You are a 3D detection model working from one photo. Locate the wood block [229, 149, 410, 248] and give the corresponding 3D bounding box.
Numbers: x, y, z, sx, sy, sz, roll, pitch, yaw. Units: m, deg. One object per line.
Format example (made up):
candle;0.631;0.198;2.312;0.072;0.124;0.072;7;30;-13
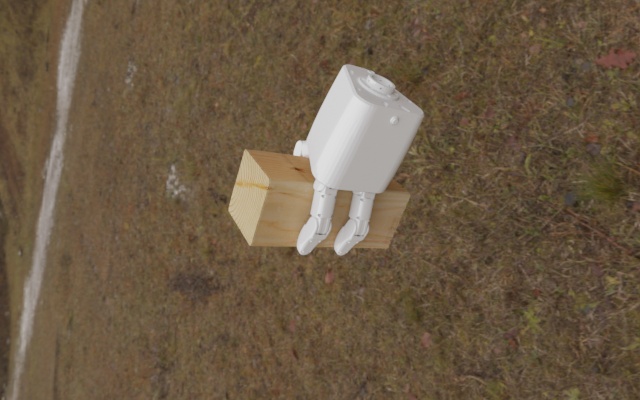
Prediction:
wood block;0.000;0.002;0.621;0.206;0.090;0.090;5;26;-32
